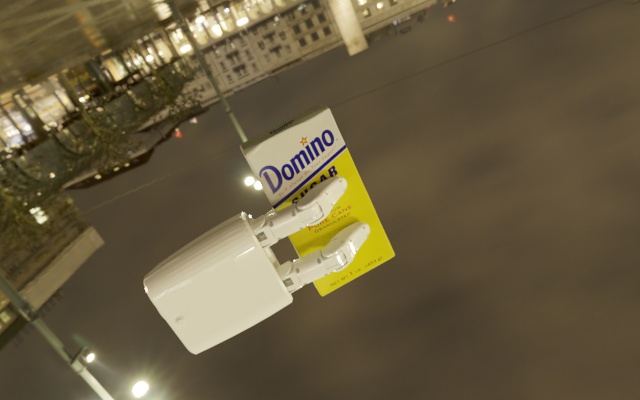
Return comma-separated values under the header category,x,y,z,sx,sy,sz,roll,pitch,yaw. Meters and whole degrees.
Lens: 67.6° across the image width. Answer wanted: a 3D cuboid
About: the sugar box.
category,x,y,z,sx,sy,sz,roll,pitch,yaw
sugar box,0.000,0.002,0.488,0.093,0.176,0.048,-29,24,-5
